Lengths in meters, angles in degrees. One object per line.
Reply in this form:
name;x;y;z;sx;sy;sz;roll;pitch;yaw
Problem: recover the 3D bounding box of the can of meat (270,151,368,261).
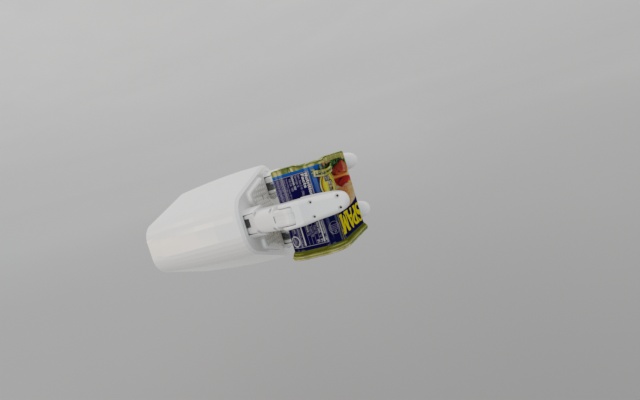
can of meat;0.000;0.001;0.461;0.057;0.084;0.102;-15;5;21
